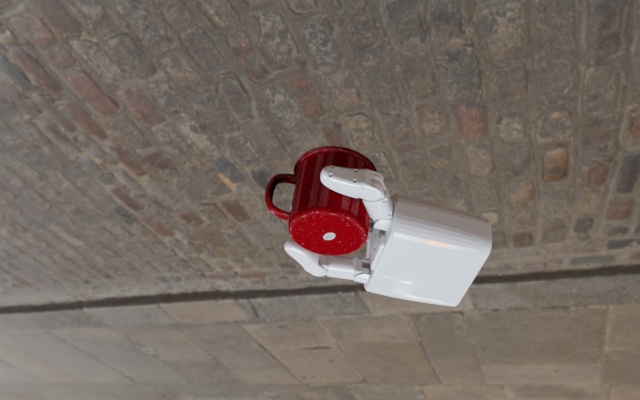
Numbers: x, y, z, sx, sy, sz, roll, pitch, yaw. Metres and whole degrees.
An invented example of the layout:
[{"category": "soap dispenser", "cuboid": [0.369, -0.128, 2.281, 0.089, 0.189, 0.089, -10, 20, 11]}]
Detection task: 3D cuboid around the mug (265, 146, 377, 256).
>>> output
[{"category": "mug", "cuboid": [-0.001, 0.001, 0.499, 0.117, 0.081, 0.093, 11, -38, -3]}]
